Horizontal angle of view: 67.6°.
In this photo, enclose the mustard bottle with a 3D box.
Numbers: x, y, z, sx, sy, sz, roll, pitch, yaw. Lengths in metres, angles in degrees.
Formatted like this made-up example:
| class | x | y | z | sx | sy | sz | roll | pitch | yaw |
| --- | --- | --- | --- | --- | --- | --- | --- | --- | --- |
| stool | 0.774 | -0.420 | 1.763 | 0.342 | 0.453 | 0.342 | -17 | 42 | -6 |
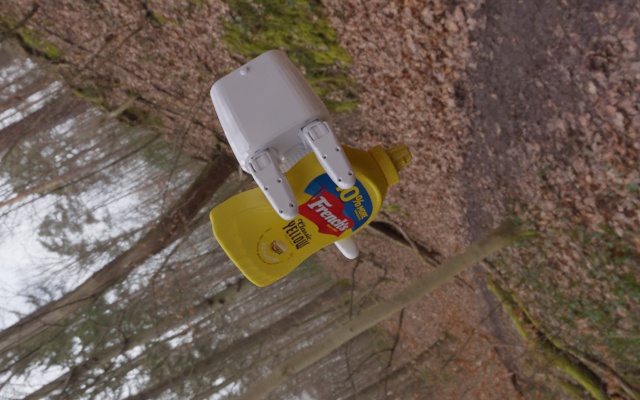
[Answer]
| class | x | y | z | sx | sy | sz | roll | pitch | yaw |
| --- | --- | --- | --- | --- | --- | --- | --- | --- | --- |
| mustard bottle | 0.000 | 0.002 | 0.454 | 0.191 | 0.096 | 0.058 | -30 | 37 | 1 |
